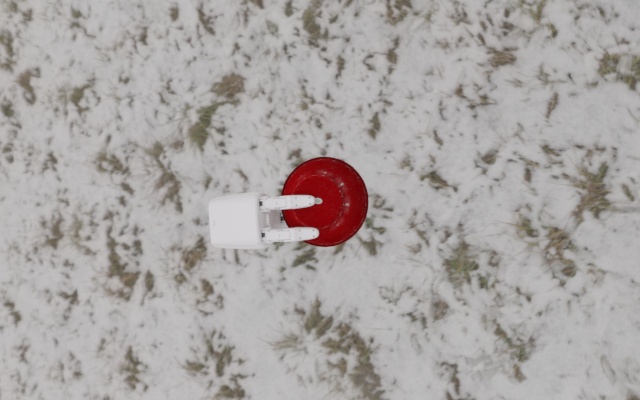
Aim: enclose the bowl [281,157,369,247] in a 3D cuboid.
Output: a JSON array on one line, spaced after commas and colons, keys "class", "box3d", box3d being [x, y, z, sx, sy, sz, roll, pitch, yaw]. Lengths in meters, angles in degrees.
[{"class": "bowl", "box3d": [0.001, 0.002, 0.826, 0.162, 0.162, 0.055, 0, 0, 13]}]
